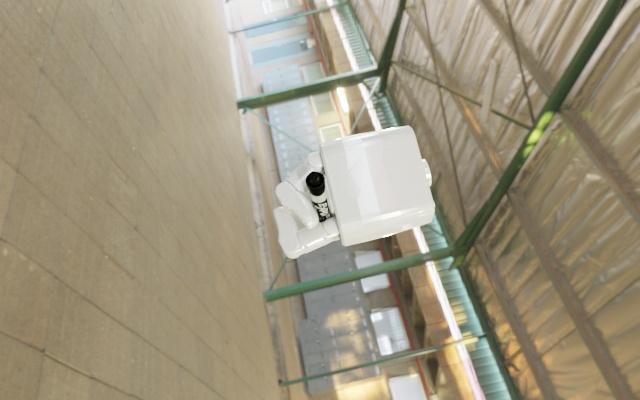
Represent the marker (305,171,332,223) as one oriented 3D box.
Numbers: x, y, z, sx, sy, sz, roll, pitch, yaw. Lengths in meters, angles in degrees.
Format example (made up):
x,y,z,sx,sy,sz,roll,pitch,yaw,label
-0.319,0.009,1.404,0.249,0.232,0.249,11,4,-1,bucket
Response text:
x,y,z,sx,sy,sz,roll,pitch,yaw,label
0.000,0.002,0.502,0.020,0.020,0.121,0,-23,6,marker
